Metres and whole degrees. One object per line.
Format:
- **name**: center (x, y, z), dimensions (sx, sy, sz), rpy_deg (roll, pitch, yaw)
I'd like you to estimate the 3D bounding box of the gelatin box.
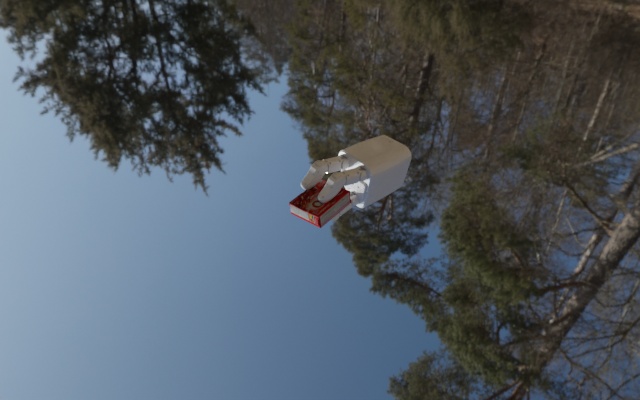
- **gelatin box**: center (0.000, 0.003, 0.858), dimensions (0.073, 0.030, 0.089), rpy_deg (25, 50, 35)
